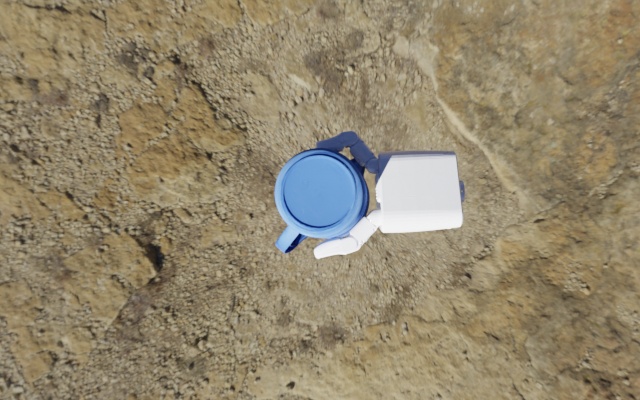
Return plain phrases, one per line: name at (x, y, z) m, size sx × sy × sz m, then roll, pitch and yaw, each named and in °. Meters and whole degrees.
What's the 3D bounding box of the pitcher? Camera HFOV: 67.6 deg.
pitcher at (0.000, 0.002, 0.680) m, size 0.145 × 0.149 × 0.243 m, roll -3°, pitch -2°, yaw 5°
